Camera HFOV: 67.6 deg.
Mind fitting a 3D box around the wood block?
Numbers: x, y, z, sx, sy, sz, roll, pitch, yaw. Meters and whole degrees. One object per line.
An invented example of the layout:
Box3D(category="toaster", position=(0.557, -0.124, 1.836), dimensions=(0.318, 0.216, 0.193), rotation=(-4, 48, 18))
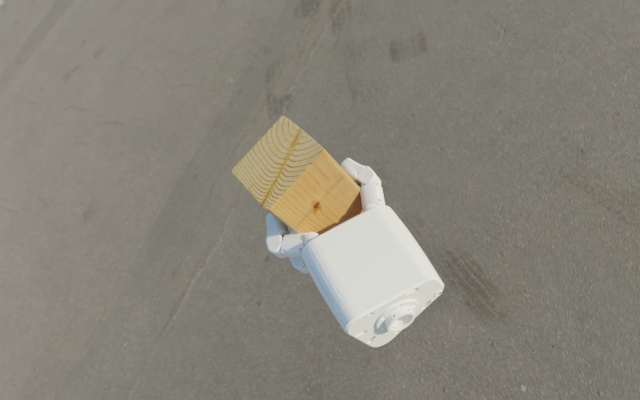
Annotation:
Box3D(category="wood block", position=(0.000, 0.002, 0.597), dimensions=(0.090, 0.091, 0.206), rotation=(43, 0, 41))
